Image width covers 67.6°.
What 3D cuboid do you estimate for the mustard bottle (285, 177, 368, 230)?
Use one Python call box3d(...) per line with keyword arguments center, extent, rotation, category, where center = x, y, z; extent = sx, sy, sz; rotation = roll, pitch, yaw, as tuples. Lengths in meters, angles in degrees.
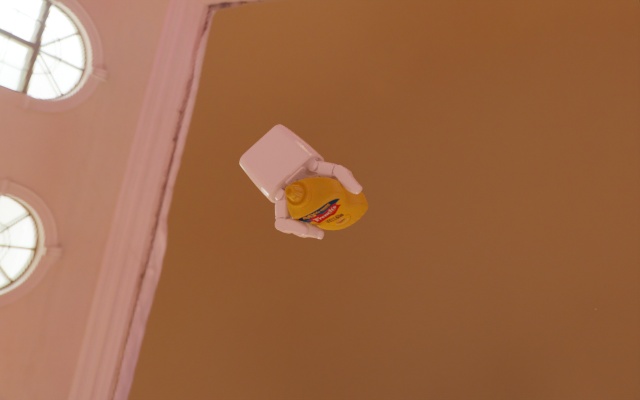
box3d(center=(0.000, 0.003, 0.796), extent=(0.096, 0.058, 0.192), rotation=(-28, -24, 22), category="mustard bottle")
